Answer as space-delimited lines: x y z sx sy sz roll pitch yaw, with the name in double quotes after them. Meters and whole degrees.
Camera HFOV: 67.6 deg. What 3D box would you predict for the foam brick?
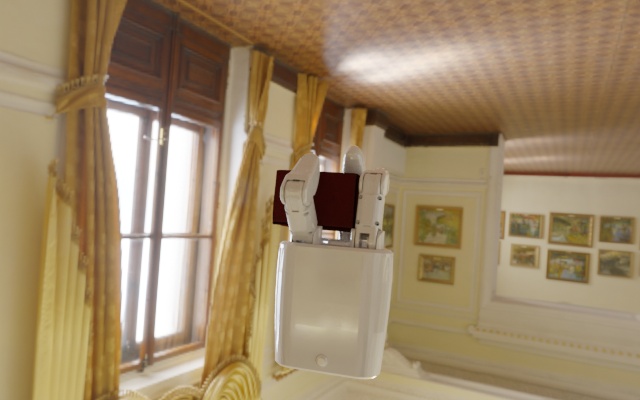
0.000 0.001 0.446 0.078 0.051 0.053 4 -4 15 "foam brick"
